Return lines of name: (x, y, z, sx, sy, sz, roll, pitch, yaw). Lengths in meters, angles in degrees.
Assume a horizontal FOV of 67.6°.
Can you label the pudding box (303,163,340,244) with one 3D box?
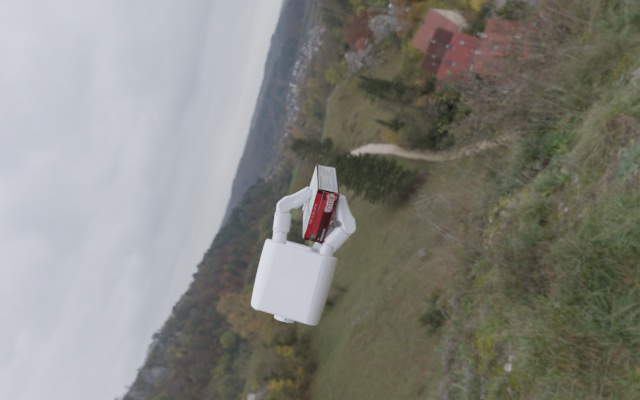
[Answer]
pudding box: (0.000, 0.003, 0.760, 0.039, 0.090, 0.113, 14, 24, -9)
